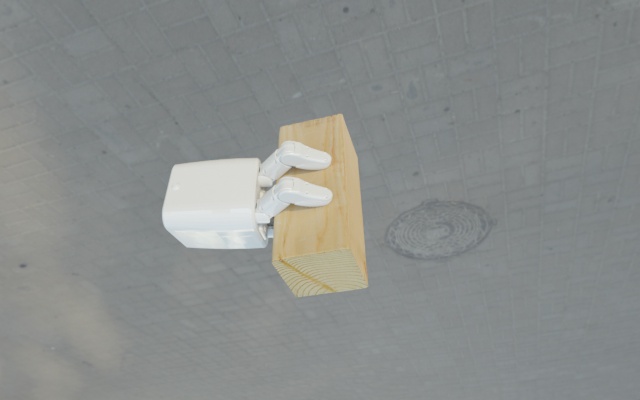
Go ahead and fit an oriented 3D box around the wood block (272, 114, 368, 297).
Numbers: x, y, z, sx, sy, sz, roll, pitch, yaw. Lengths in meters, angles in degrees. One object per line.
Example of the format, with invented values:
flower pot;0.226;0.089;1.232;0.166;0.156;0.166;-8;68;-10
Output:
wood block;0.000;0.002;0.591;0.090;0.206;0.091;-10;-39;12
